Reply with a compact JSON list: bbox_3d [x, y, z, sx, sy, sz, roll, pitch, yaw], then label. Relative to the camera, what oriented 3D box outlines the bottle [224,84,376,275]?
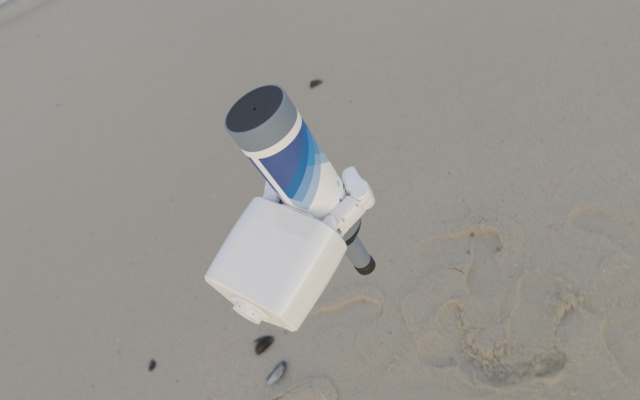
[{"bbox_3d":[0.000,0.002,0.546,0.069,0.069,0.296,0,-37,32],"label":"bottle"}]
